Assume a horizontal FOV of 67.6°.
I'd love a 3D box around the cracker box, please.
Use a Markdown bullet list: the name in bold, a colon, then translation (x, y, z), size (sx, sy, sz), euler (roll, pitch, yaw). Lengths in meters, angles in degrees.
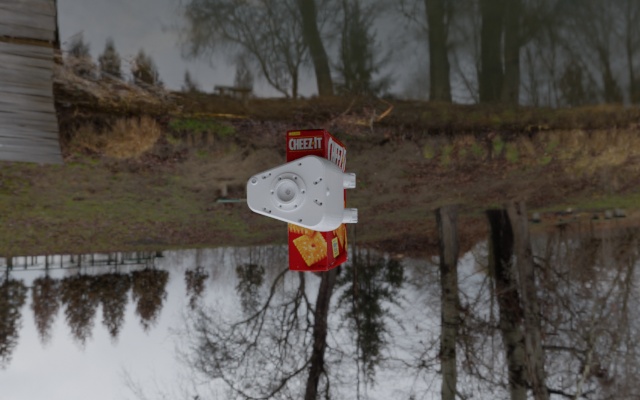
- **cracker box**: translation (0.000, 0.003, 0.790), size (0.072, 0.213, 0.164), euler (-1, -3, 13)
